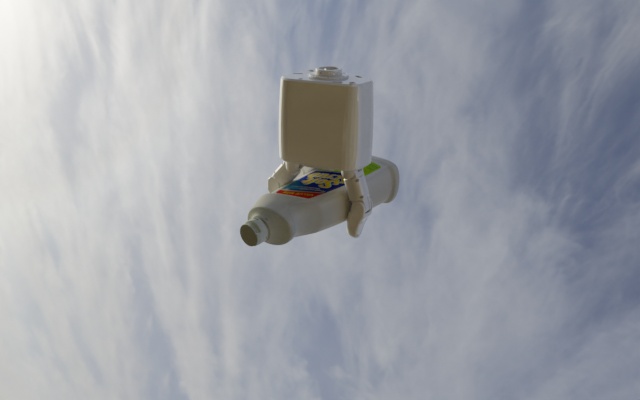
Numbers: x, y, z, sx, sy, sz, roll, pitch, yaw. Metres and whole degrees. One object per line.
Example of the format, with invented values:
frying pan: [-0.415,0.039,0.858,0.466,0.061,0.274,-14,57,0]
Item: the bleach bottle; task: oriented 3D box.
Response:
bleach bottle: [0.000,0.002,0.637,0.102,0.068,0.250,20,31,33]
